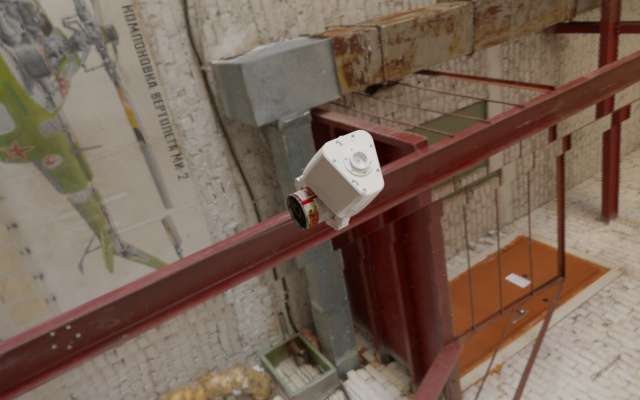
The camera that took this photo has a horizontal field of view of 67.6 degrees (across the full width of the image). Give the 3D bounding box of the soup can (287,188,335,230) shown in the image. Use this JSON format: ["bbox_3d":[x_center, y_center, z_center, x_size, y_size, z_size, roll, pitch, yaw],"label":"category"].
[{"bbox_3d":[0.000,0.003,0.858,0.102,0.068,0.068,-24,10,-24],"label":"soup can"}]
